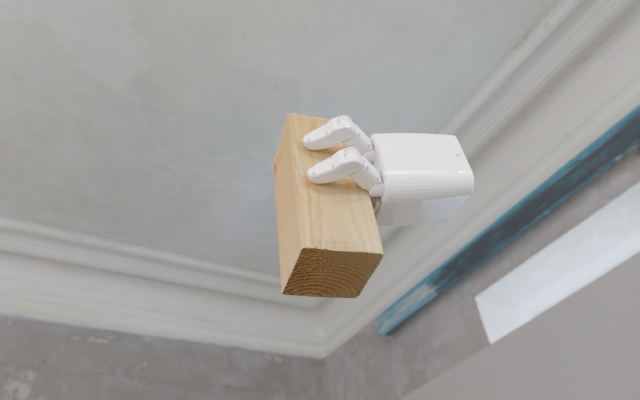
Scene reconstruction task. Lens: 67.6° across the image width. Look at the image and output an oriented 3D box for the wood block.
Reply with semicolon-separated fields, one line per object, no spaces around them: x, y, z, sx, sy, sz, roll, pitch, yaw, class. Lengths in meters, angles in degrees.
0.000;0.002;0.566;0.090;0.206;0.091;6;-43;-16;wood block
